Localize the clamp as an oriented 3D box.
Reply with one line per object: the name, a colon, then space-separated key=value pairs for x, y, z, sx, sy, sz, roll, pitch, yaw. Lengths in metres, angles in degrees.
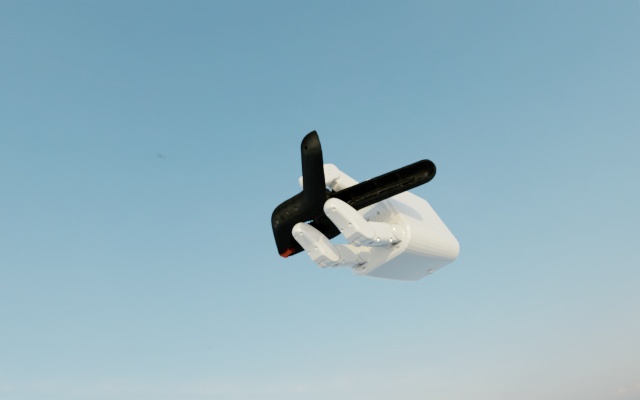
clamp: x=0.000 y=0.001 z=0.521 sx=0.164 sy=0.036 sz=0.210 roll=15 pitch=-41 yaw=-39
